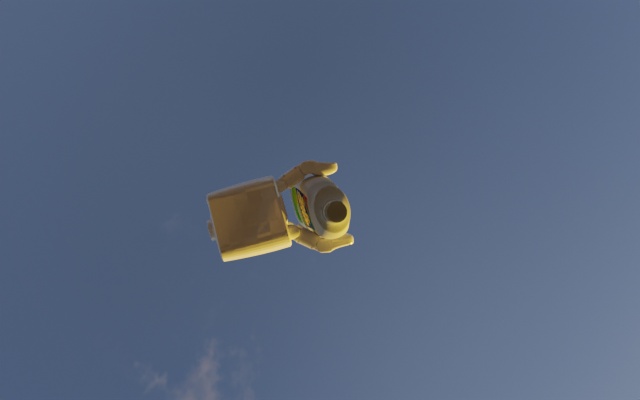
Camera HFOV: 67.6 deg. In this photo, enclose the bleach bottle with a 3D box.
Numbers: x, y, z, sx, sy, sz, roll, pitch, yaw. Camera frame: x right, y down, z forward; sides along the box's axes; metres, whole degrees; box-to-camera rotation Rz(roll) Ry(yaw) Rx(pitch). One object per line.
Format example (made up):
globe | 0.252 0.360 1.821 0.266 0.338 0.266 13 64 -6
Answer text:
bleach bottle | 0.000 0.003 0.737 0.068 0.102 0.251 -14 4 -8
